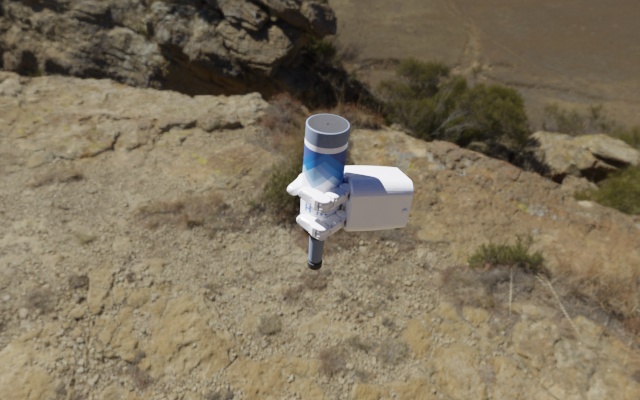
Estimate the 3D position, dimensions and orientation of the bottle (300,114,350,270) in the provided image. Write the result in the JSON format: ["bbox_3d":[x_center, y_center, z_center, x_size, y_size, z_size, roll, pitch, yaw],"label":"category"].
[{"bbox_3d":[0.000,0.002,0.804,0.069,0.296,0.069,4,36,-3],"label":"bottle"}]
